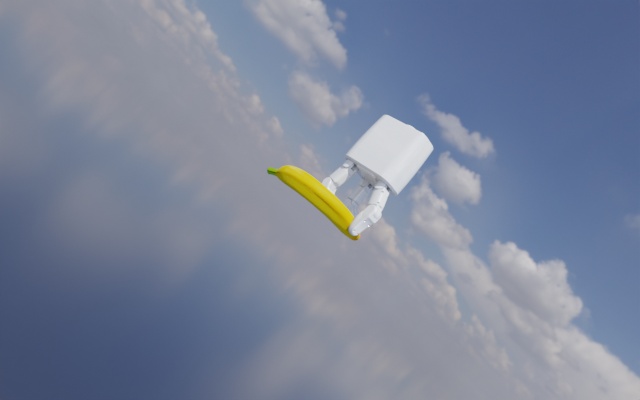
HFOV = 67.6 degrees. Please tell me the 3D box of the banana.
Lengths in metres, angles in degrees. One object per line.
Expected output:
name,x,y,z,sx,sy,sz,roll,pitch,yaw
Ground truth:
banana,0.002,0.001,0.783,0.198,0.037,0.069,40,-9,-12
